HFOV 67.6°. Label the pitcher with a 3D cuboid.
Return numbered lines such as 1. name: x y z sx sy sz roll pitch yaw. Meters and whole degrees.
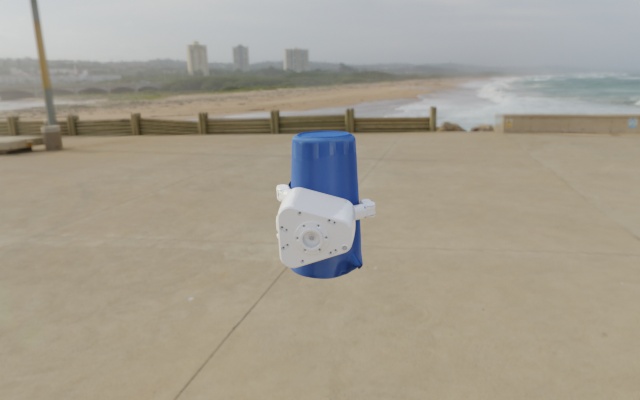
1. pitcher: 0.000 0.003 0.843 0.149 0.243 0.145 0 15 5
